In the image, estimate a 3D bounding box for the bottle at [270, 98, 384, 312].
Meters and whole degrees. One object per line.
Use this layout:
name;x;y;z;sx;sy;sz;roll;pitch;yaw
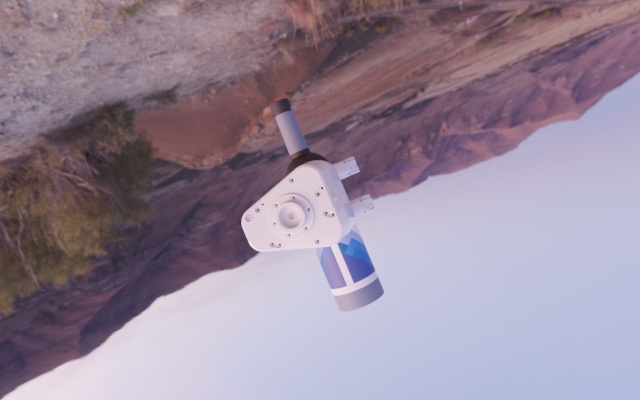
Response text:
bottle;0.000;0.002;0.652;0.069;0.296;0.069;-23;1;1
